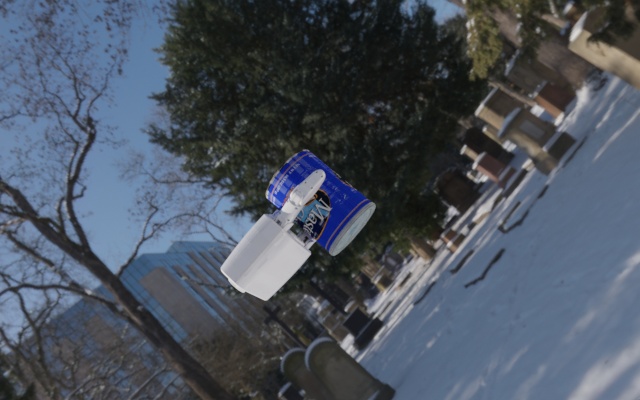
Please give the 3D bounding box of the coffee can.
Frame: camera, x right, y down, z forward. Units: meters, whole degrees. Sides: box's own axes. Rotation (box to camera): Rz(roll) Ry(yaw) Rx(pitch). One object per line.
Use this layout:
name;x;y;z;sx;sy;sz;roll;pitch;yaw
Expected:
coffee can;0.000;0.002;0.746;0.140;0.103;0.103;40;12;14
